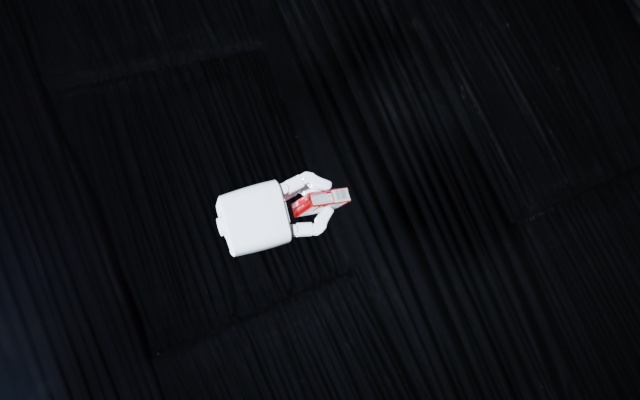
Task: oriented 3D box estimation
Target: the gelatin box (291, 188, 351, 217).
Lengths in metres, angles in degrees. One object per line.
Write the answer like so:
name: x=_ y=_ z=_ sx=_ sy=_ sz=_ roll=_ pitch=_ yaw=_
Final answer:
gelatin box: x=0.001 y=0.003 z=0.895 sx=0.089 sy=0.030 sz=0.073 roll=-8 pitch=-12 yaw=-31
